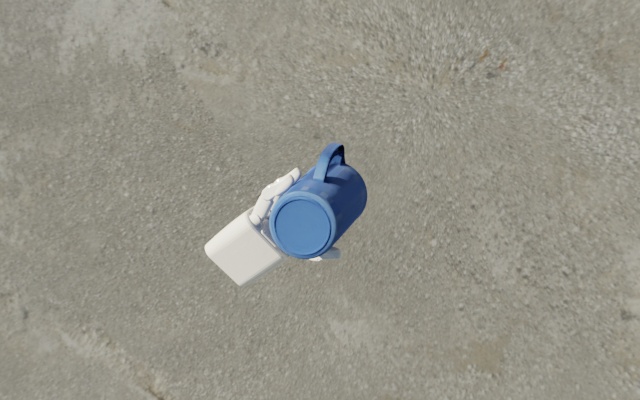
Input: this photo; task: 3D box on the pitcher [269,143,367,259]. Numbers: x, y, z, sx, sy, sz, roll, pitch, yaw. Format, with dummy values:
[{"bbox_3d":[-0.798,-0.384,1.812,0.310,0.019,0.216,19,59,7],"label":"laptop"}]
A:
[{"bbox_3d":[0.000,0.003,0.821,0.145,0.149,0.242,-33,3,18],"label":"pitcher"}]
